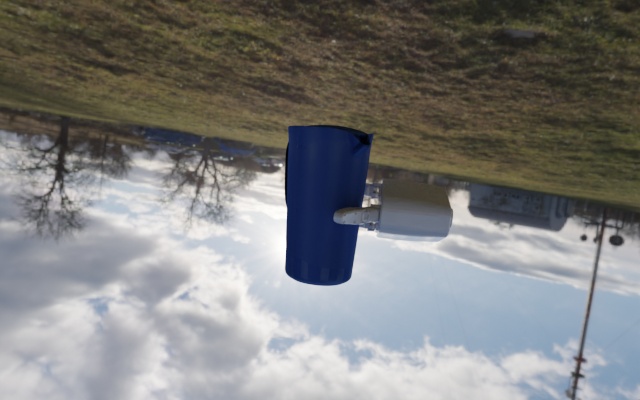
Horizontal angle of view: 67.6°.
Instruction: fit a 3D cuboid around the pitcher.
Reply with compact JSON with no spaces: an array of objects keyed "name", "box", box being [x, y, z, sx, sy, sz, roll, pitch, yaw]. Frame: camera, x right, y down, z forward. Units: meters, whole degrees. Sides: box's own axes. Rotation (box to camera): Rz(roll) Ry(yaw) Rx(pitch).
[{"name":"pitcher","box":[0.000,0.003,0.759,0.145,0.243,0.149,6,6,5]}]
